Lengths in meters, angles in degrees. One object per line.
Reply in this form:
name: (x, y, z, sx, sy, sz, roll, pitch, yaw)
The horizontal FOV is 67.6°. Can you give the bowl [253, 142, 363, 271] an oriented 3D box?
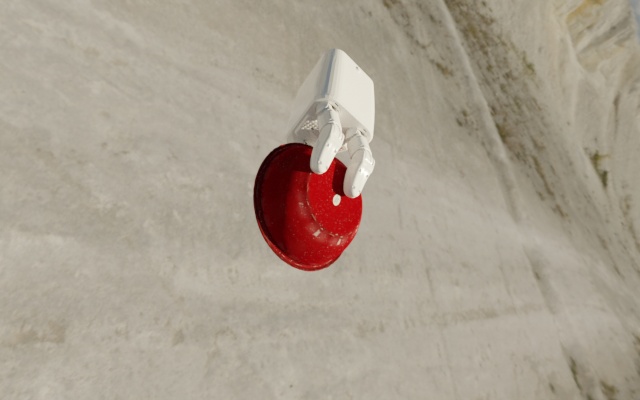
bowl: (0.000, 0.003, 0.572, 0.162, 0.162, 0.055, 0, -11, -44)
